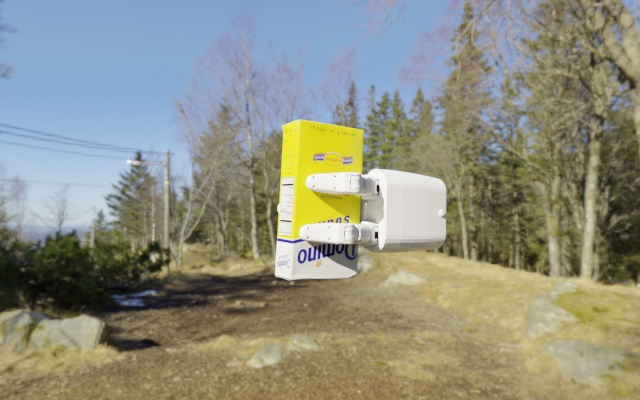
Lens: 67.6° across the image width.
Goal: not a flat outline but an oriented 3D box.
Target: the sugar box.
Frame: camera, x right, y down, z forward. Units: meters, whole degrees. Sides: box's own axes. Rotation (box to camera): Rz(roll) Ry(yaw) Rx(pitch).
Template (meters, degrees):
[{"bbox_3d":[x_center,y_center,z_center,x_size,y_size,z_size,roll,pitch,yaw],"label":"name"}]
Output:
[{"bbox_3d":[0.001,0.002,0.553,0.093,0.176,0.048,3,-4,-32],"label":"sugar box"}]
